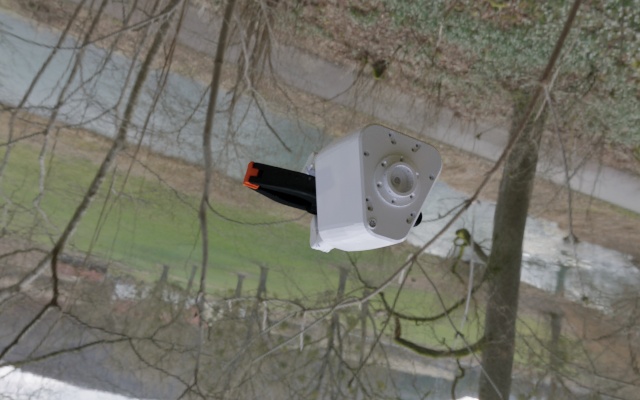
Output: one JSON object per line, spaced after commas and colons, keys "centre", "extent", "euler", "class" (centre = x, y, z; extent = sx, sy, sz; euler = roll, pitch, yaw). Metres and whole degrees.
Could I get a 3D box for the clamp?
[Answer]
{"centre": [0.000, 0.003, 0.608], "extent": [0.210, 0.036, 0.164], "euler": [18, -15, -18], "class": "clamp"}
